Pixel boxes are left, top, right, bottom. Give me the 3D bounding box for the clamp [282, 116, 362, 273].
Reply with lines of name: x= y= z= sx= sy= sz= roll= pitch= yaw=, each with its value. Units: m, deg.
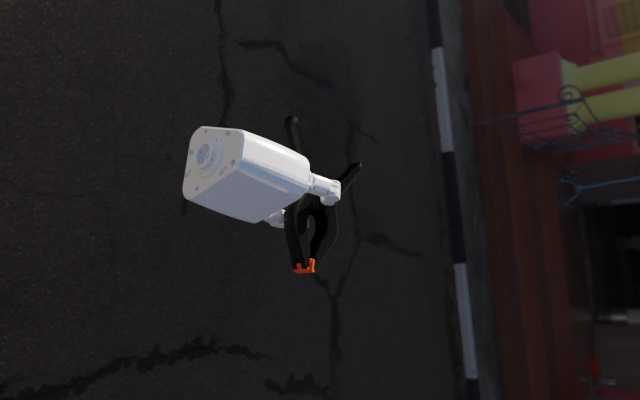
clamp: x=0.001 y=0.003 z=0.682 sx=0.036 sy=0.210 sz=0.164 roll=-11 pitch=-23 yaw=42
